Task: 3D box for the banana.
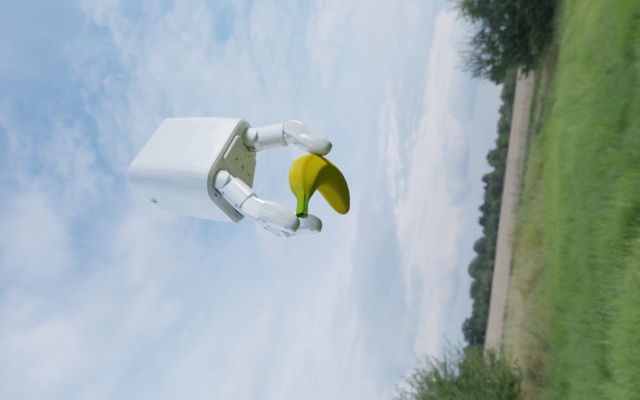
[{"bbox_3d":[0.000,-0.017,0.549,0.037,0.069,0.198,4,1,17],"label":"banana"}]
